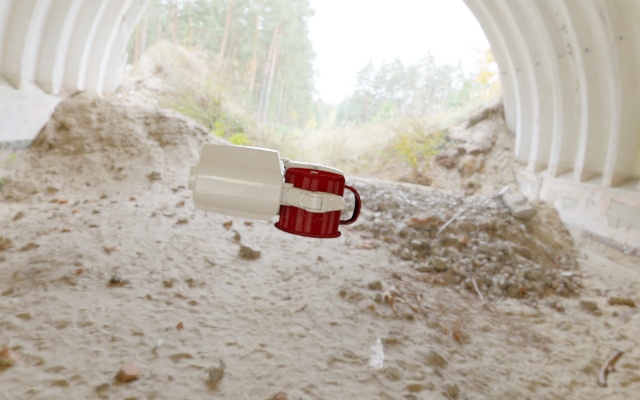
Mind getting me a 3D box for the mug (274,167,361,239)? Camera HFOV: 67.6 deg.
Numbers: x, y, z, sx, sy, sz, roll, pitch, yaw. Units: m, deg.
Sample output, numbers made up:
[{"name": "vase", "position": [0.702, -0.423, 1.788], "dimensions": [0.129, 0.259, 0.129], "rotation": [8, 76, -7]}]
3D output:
[{"name": "mug", "position": [0.002, 0.002, 0.647], "dimensions": [0.117, 0.081, 0.093], "rotation": [7, 8, -14]}]
